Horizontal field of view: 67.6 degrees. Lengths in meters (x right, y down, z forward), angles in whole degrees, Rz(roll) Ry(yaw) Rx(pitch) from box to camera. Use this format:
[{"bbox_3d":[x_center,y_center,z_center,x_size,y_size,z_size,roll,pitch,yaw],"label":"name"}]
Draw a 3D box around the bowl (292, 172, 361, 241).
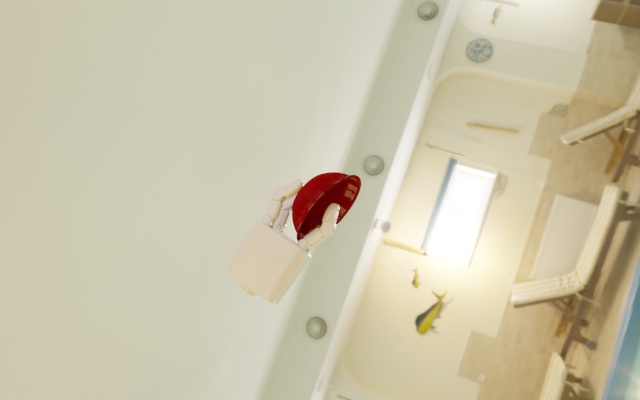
[{"bbox_3d":[0.001,0.002,0.873,0.055,0.162,0.162,43,19,22],"label":"bowl"}]
